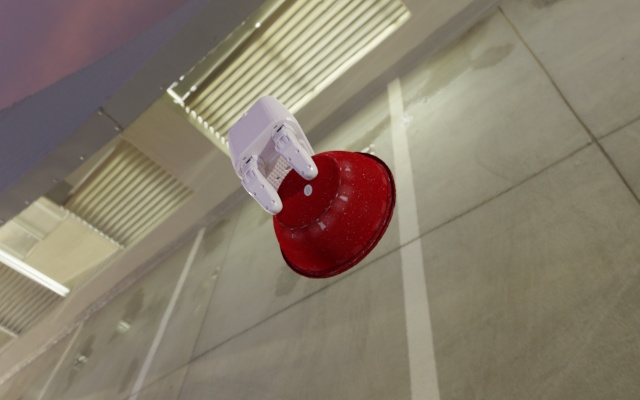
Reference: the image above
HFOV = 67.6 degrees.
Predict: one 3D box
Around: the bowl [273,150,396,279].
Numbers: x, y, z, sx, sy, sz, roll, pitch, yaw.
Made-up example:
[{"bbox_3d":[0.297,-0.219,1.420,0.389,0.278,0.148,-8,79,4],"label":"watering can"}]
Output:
[{"bbox_3d":[0.001,0.002,0.527,0.162,0.162,0.055,0,-28,41],"label":"bowl"}]
